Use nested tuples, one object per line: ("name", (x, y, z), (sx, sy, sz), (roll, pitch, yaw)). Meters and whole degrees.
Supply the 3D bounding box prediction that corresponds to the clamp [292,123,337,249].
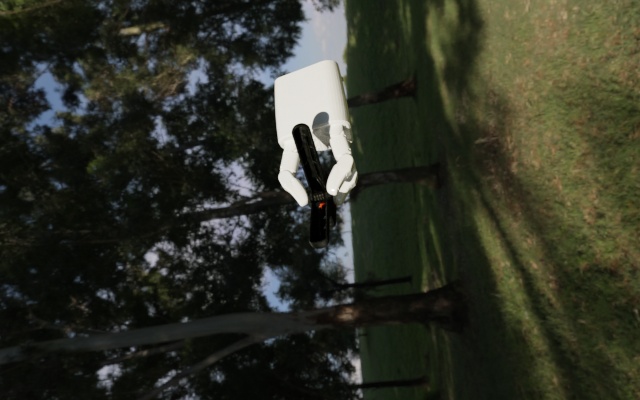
("clamp", (-0.001, 0.002, 0.691), (0.036, 0.164, 0.210), (-10, -17, 7))
